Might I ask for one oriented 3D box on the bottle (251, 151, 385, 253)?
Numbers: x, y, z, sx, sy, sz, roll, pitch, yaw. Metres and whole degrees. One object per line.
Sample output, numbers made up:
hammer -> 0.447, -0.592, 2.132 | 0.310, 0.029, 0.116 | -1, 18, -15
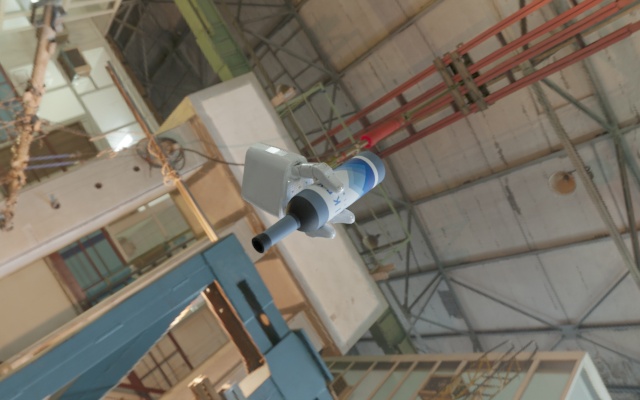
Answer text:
bottle -> 0.000, 0.003, 0.800 | 0.069, 0.069, 0.295 | 0, 26, 45
